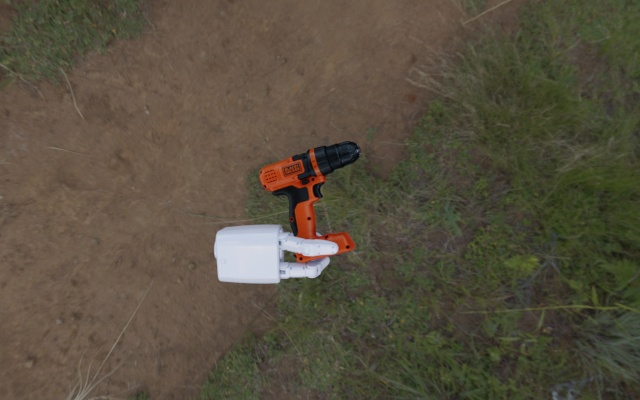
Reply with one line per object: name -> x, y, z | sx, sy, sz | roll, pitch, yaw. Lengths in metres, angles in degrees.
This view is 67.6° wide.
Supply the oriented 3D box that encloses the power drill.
power drill -> 0.000, 0.003, 0.831 | 0.184, 0.187, 0.057 | -17, -4, 14
